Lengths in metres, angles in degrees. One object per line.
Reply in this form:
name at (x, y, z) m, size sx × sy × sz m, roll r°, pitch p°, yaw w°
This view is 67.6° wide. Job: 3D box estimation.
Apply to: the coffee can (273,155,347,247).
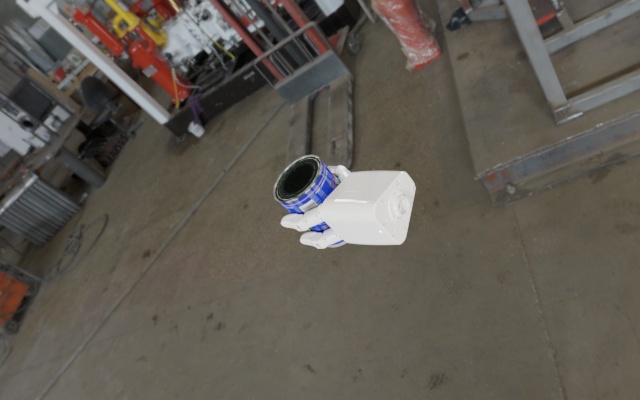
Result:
coffee can at (0.000, 0.003, 0.844) m, size 0.103 × 0.102 × 0.140 m, roll 0°, pitch -36°, yaw 46°
